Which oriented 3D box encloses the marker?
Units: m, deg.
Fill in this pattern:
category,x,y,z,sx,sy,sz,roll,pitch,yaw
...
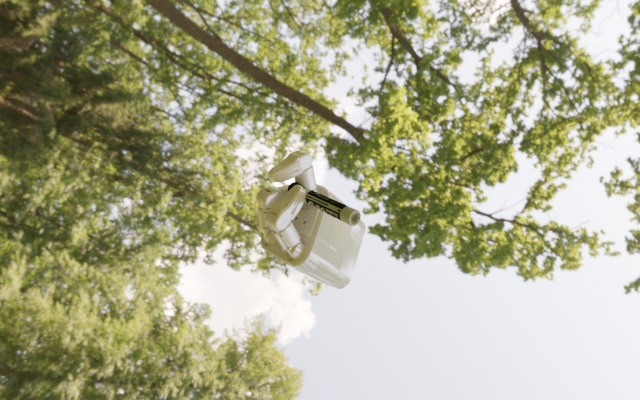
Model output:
category,x,y,z,sx,sy,sz,roll,pitch,yaw
marker,0.000,0.002,0.565,0.020,0.020,0.121,0,17,-41
